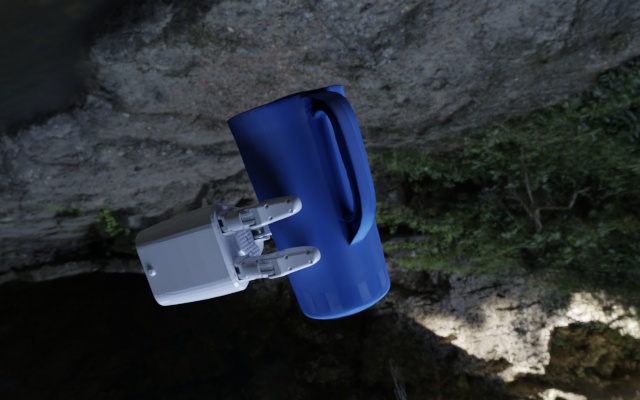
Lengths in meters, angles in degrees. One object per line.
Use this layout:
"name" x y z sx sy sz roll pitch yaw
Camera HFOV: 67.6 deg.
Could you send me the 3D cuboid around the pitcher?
"pitcher" 0.000 0.002 0.528 0.145 0.243 0.149 -16 7 14
